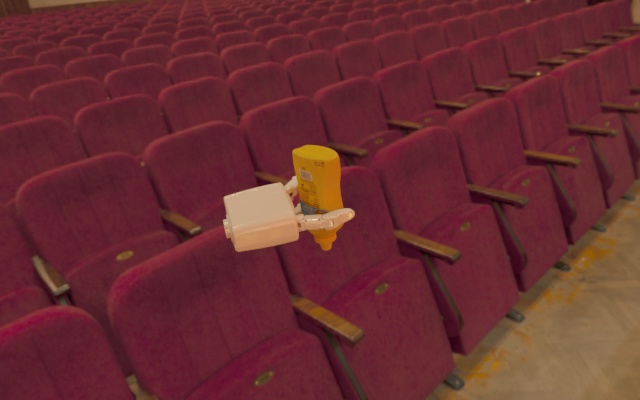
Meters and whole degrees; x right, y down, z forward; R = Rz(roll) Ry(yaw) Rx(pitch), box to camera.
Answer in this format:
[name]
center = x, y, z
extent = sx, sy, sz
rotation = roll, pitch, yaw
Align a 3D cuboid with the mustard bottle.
[mustard bottle]
center = 0.000, 0.002, 0.846
extent = 0.058, 0.192, 0.096
rotation = -25, 30, -34
